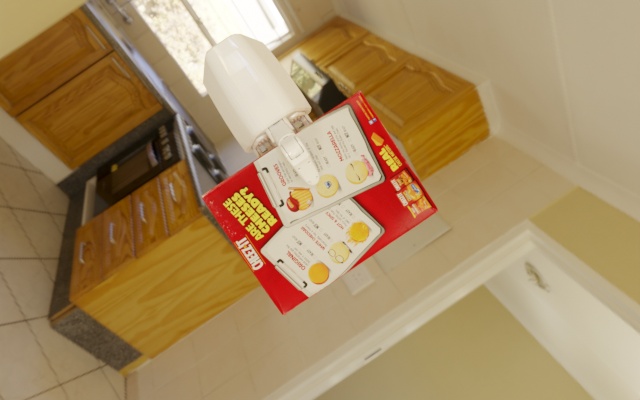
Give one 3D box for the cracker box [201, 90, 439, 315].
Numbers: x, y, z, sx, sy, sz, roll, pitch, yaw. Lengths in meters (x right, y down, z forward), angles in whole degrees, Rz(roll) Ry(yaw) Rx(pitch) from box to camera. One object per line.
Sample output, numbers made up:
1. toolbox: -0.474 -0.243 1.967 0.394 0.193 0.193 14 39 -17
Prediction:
1. cracker box: 0.000 0.002 0.560 0.213 0.164 0.072 -34 2 0
